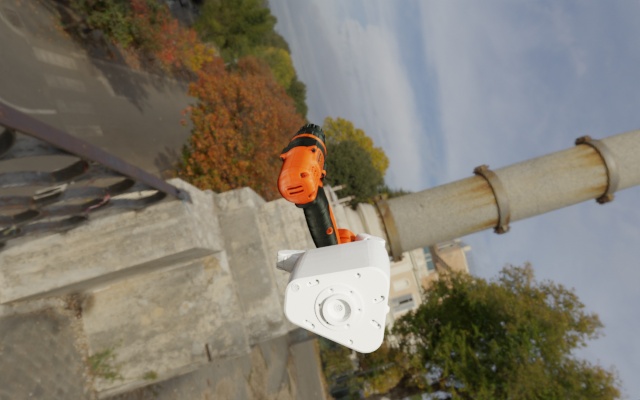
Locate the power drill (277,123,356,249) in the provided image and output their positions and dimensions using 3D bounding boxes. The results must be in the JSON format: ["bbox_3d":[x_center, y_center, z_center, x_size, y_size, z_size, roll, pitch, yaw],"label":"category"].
[{"bbox_3d":[0.000,0.003,0.645,0.057,0.188,0.184,-14,26,15],"label":"power drill"}]
